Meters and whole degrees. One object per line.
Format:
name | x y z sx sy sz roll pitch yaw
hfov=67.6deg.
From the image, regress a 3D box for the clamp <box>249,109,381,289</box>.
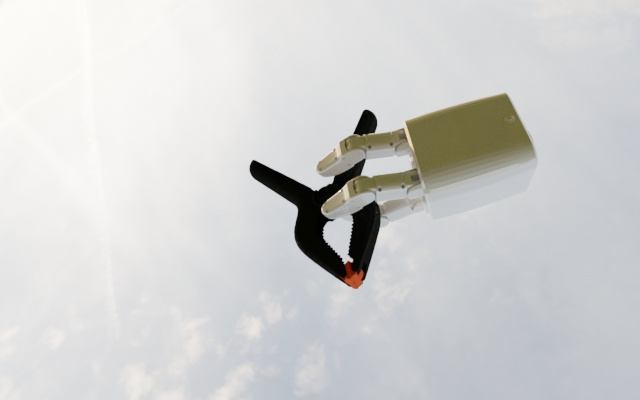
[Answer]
clamp | 0.001 0.002 0.523 0.164 0.209 0.036 -18 -37 13
